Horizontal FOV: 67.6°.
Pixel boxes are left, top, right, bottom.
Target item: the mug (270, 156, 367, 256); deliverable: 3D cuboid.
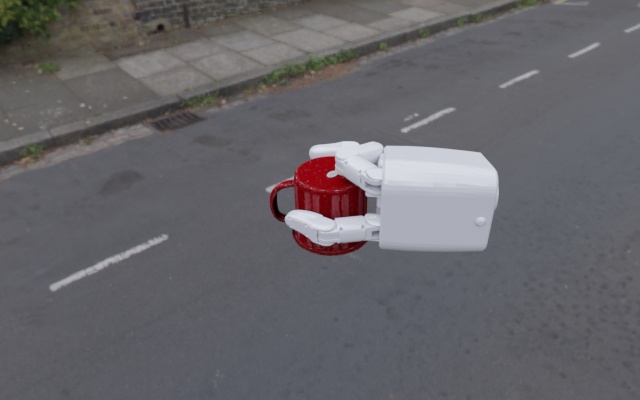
[{"bbox_3d":[-0.001,0.001,0.543,0.117,0.082,0.093,3,34,7],"label":"mug"}]
